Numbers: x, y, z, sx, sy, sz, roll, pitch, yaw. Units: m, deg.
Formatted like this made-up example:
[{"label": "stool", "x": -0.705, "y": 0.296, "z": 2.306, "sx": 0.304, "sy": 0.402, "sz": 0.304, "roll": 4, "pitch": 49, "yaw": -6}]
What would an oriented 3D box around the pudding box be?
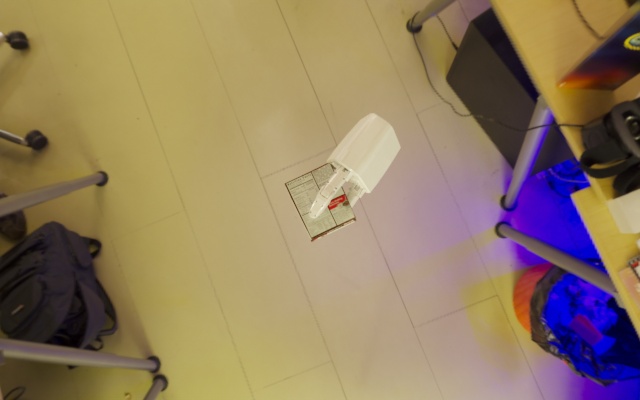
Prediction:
[{"label": "pudding box", "x": 0.000, "y": 0.003, "z": 0.833, "sx": 0.090, "sy": 0.113, "sz": 0.039, "roll": -25, "pitch": -11, "yaw": -2}]
